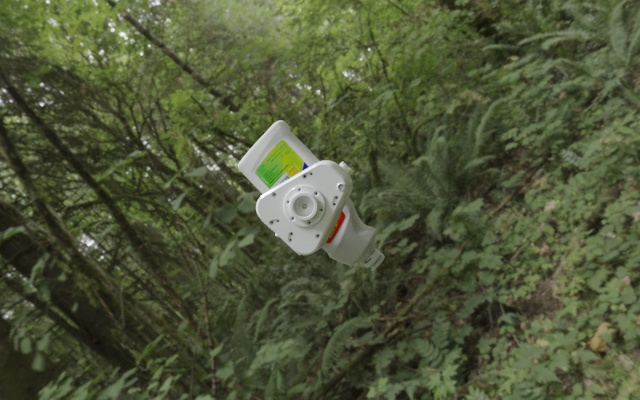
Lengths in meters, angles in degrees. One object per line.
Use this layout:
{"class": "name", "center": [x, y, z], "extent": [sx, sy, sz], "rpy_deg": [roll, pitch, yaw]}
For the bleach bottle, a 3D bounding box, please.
{"class": "bleach bottle", "center": [0.000, 0.002, 0.711], "extent": [0.251, 0.102, 0.068], "rpy_deg": [43, 6, 2]}
